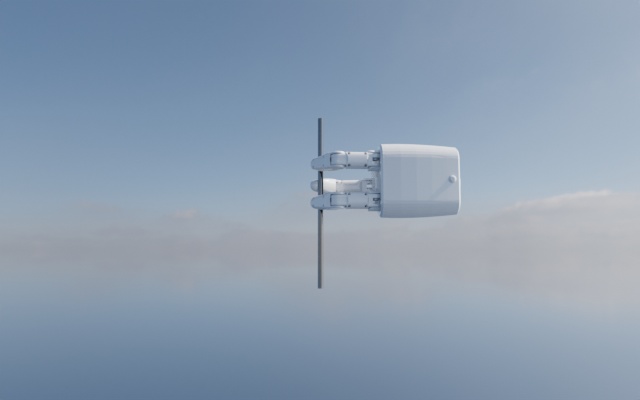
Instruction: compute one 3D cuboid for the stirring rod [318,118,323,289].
[{"bbox_3d":[0.000,0.002,0.673,0.011,0.239,0.011,0,-6,0],"label":"stirring rod"}]
